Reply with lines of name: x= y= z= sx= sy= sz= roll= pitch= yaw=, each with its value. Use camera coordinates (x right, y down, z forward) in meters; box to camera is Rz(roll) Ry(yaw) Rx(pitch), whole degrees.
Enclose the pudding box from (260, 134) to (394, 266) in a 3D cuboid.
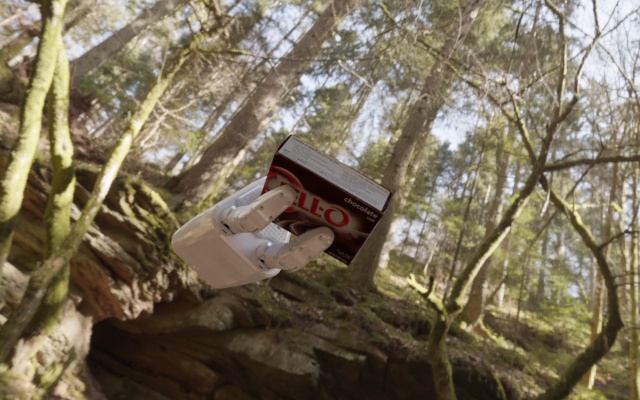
pudding box: x=0.000 y=0.001 z=0.457 sx=0.113 sy=0.039 sz=0.090 roll=28 pitch=-42 yaw=2
